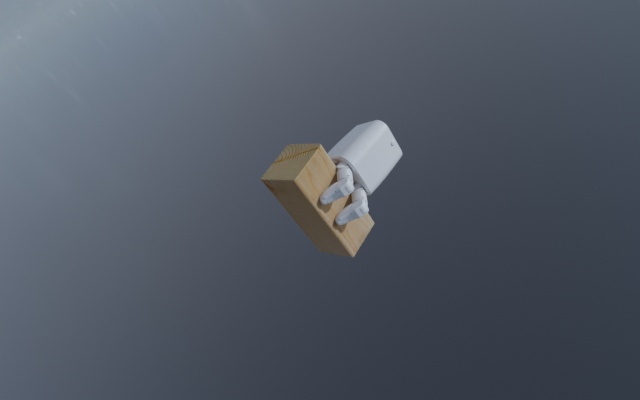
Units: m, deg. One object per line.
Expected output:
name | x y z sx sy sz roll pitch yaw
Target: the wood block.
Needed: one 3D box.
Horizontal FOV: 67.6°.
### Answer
wood block | 0.000 0.002 0.868 0.091 0.090 0.206 5 -38 46
